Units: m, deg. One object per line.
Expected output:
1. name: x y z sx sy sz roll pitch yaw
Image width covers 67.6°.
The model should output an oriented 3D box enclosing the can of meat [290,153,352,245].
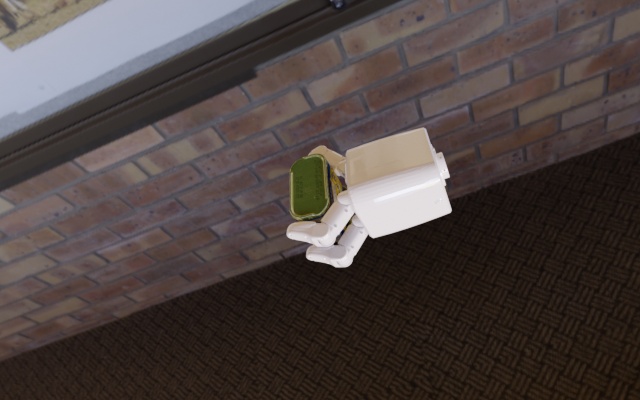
1. can of meat: 0.000 0.002 0.622 0.057 0.102 0.084 -15 -37 16
